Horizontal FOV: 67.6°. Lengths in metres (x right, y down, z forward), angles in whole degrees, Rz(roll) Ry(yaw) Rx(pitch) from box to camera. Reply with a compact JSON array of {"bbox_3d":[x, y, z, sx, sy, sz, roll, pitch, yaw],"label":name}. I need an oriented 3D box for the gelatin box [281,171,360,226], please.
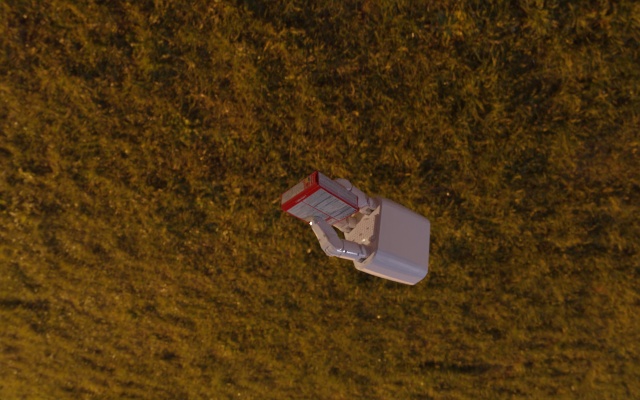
[{"bbox_3d":[0.000,0.002,0.680,0.073,0.030,0.089,-32,-44,33],"label":"gelatin box"}]
